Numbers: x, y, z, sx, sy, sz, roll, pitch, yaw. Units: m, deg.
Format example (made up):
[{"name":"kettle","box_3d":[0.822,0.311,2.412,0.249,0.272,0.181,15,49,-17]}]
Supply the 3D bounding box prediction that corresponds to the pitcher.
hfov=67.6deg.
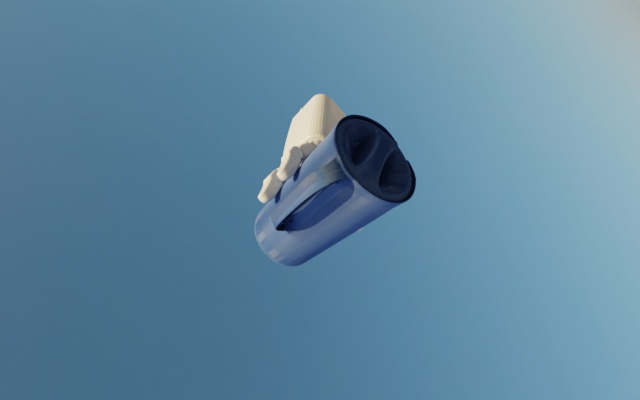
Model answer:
[{"name":"pitcher","box_3d":[0.000,0.002,0.673,0.149,0.145,0.243,27,-44,-23]}]
